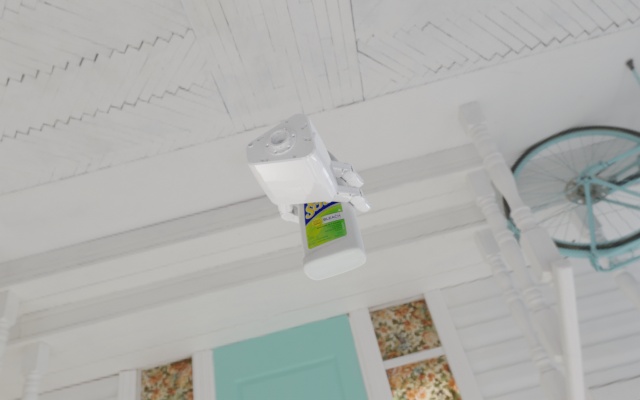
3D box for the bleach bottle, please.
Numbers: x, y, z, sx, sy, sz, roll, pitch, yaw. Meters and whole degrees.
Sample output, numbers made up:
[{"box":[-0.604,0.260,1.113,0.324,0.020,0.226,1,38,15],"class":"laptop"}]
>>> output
[{"box":[0.000,0.003,0.807,0.102,0.250,0.068,-20,-37,7],"class":"bleach bottle"}]
